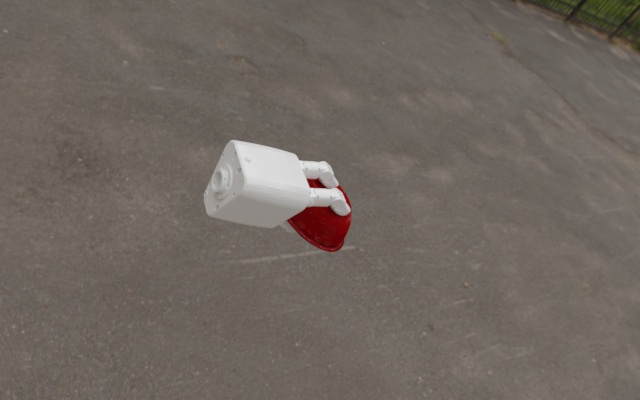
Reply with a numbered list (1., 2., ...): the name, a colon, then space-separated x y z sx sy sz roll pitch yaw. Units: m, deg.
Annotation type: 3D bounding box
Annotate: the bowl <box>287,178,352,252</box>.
1. bowl: 0.001 0.002 0.781 0.055 0.162 0.162 -40 -19 24
